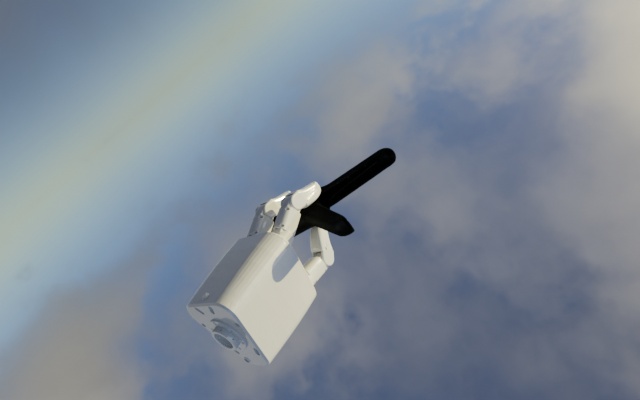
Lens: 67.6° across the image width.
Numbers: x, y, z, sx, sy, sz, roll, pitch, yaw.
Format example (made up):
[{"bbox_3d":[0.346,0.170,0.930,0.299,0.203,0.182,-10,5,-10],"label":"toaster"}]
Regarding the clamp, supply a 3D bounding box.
[{"bbox_3d":[0.000,0.003,0.633,0.210,0.036,0.164,-17,25,47],"label":"clamp"}]
